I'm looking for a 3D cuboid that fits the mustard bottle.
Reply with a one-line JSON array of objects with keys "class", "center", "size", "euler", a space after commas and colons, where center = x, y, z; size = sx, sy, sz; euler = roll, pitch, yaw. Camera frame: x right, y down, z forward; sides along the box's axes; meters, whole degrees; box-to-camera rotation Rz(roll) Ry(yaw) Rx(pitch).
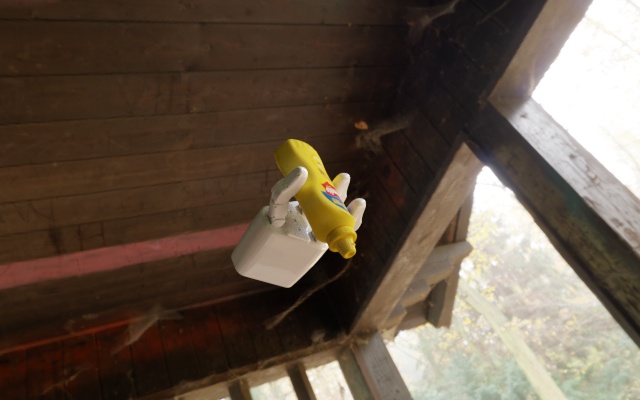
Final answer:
[{"class": "mustard bottle", "center": [0.000, 0.002, 0.679], "size": [0.058, 0.191, 0.096], "euler": [-36, -35, 11]}]
